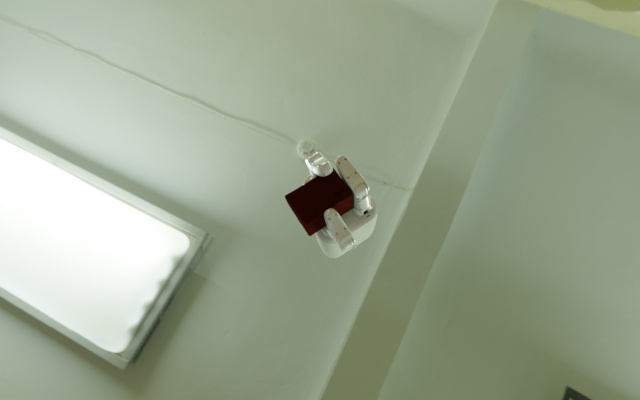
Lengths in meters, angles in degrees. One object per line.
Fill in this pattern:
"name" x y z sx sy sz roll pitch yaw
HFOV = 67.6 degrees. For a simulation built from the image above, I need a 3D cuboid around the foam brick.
"foam brick" 0.000 0.002 0.651 0.078 0.053 0.051 -32 -21 -8
